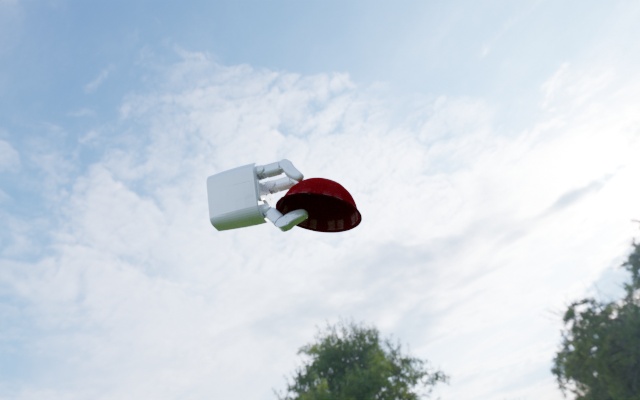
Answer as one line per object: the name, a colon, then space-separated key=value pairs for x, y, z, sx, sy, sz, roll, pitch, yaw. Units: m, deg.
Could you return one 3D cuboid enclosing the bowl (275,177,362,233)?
bowl: x=0.002 y=0.003 z=0.891 sx=0.162 sy=0.055 sz=0.162 roll=8 pitch=-27 yaw=4
